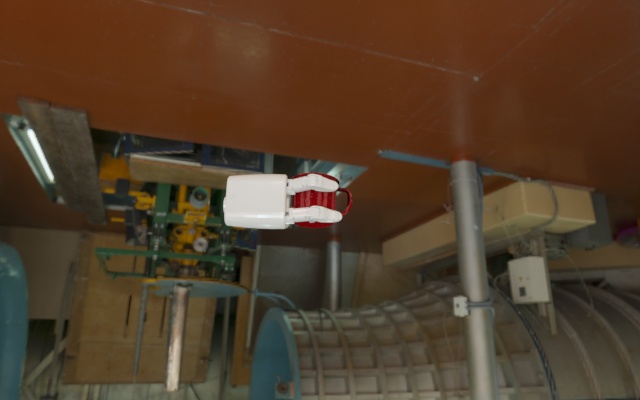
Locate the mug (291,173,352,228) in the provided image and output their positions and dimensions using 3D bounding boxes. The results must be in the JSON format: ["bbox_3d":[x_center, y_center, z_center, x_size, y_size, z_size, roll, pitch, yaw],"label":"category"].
[{"bbox_3d":[0.002,0.003,0.886,0.117,0.081,0.093,1,-18,1],"label":"mug"}]
